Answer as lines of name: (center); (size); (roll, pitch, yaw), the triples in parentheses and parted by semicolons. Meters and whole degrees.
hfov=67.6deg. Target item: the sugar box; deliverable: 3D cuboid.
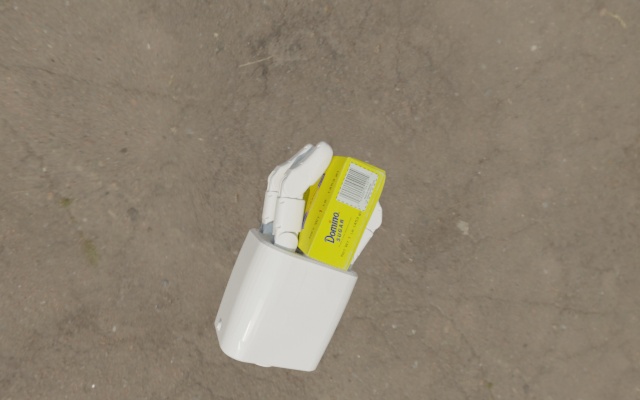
sugar box: (0.000, 0.002, 0.482); (0.048, 0.093, 0.176); (24, -1, -19)
